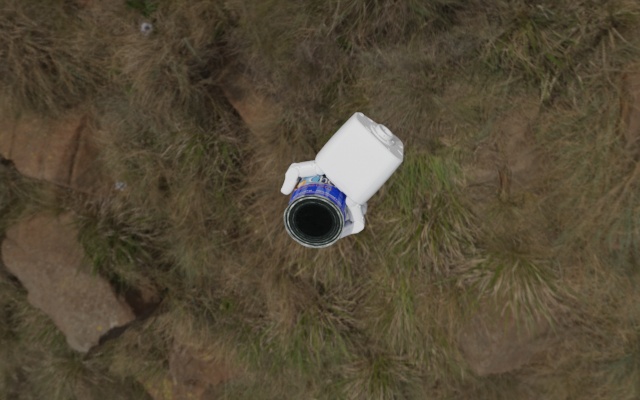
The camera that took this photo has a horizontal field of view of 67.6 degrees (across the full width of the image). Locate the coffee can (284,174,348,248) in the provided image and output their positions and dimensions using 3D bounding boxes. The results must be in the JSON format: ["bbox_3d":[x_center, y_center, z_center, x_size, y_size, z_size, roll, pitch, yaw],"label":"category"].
[{"bbox_3d":[0.000,0.003,0.843,0.103,0.103,0.140,0,28,10],"label":"coffee can"}]
